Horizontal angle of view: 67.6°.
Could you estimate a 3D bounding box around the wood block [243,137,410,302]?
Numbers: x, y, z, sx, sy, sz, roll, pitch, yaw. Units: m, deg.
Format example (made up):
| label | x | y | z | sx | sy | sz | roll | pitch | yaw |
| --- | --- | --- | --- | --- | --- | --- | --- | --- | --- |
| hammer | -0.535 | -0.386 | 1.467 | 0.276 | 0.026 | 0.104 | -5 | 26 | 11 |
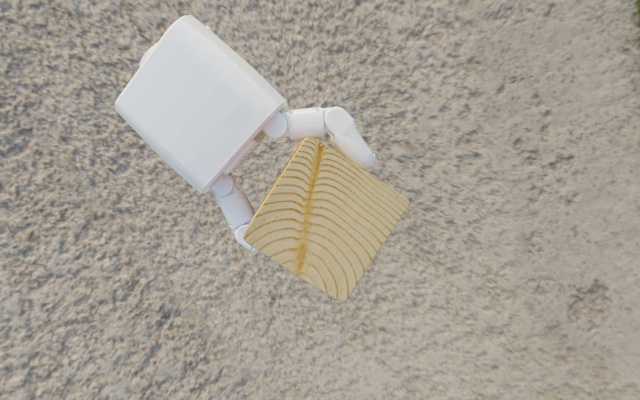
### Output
| label | x | y | z | sx | sy | sz | roll | pitch | yaw |
| --- | --- | --- | --- | --- | --- | --- | --- | --- | --- |
| wood block | 0.000 | 0.001 | 0.437 | 0.090 | 0.091 | 0.206 | 33 | 5 | -6 |
